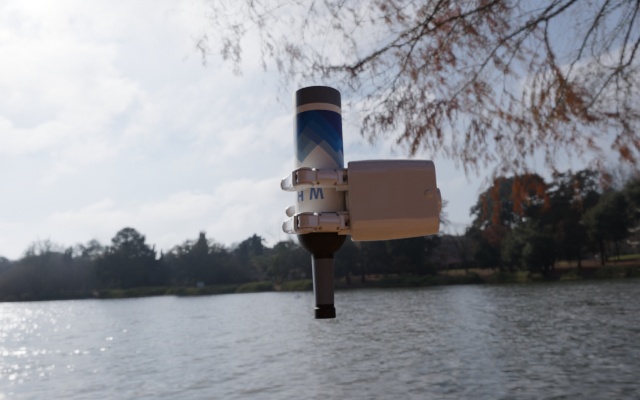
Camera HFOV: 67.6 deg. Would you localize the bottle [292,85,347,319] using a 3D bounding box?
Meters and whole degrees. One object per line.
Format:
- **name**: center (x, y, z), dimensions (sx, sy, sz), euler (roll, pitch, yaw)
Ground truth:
- **bottle**: center (0.000, 0.002, 0.620), dimensions (0.069, 0.295, 0.069), euler (-2, -11, 0)
